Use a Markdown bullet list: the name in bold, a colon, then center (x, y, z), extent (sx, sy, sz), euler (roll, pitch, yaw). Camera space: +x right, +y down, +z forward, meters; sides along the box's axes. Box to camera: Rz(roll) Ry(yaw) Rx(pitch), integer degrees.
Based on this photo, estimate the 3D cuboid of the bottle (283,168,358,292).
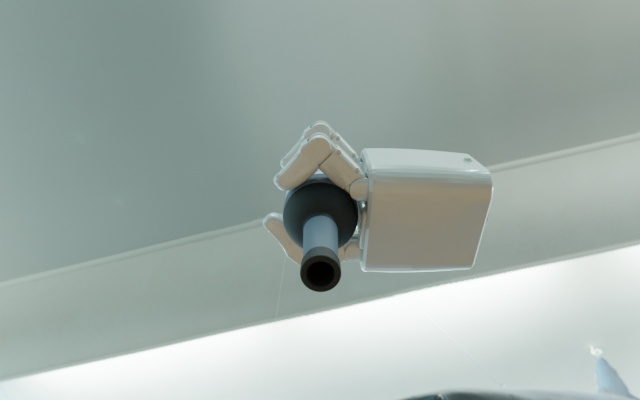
- **bottle**: center (0.000, 0.001, 0.453), extent (0.069, 0.069, 0.295), euler (0, 19, 0)
